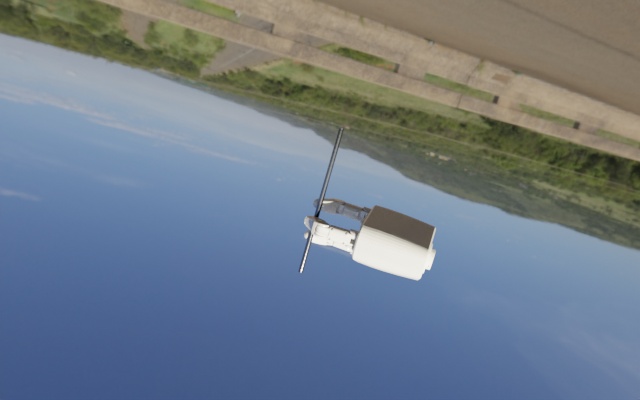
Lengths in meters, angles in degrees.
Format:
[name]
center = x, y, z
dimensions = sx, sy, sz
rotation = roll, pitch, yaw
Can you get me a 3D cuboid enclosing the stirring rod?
[stirring rod]
center = 0.000, 0.002, 0.756
dimensions = 0.011, 0.239, 0.011
rotation = 15, 10, -3
